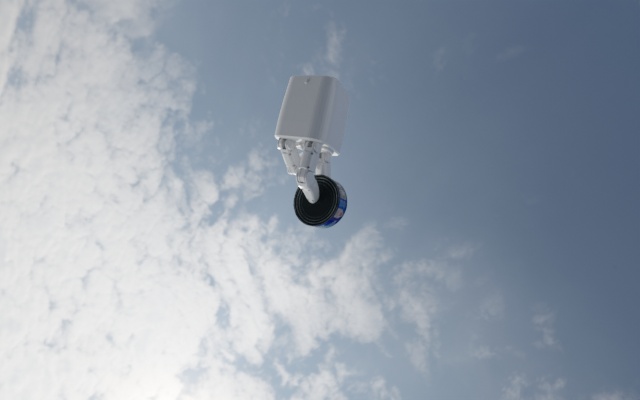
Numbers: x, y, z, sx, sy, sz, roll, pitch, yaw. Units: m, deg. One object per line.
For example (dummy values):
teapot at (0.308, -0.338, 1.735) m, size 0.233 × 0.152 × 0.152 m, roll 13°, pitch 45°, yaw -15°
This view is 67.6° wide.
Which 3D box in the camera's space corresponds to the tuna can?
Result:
tuna can at (0.000, 0.003, 0.784) m, size 0.086 × 0.086 × 0.034 m, roll 0°, pitch -12°, yaw 31°
